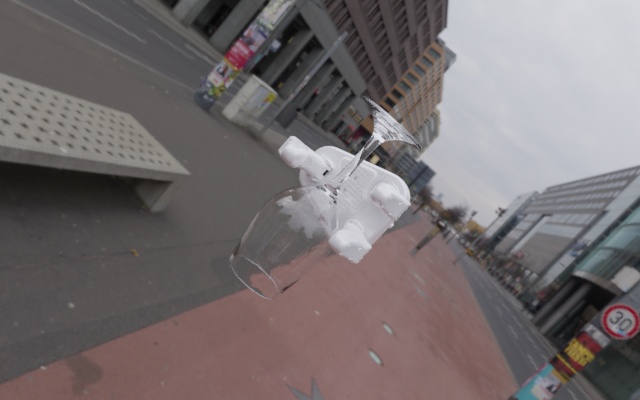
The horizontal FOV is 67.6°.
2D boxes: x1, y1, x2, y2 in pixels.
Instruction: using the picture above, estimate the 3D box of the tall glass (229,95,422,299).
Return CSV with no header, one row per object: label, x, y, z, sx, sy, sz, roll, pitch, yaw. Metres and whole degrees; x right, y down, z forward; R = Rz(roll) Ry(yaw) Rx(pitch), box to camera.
tall glass,0.000,0.001,0.454,0.079,0.201,0.079,41,8,-7
